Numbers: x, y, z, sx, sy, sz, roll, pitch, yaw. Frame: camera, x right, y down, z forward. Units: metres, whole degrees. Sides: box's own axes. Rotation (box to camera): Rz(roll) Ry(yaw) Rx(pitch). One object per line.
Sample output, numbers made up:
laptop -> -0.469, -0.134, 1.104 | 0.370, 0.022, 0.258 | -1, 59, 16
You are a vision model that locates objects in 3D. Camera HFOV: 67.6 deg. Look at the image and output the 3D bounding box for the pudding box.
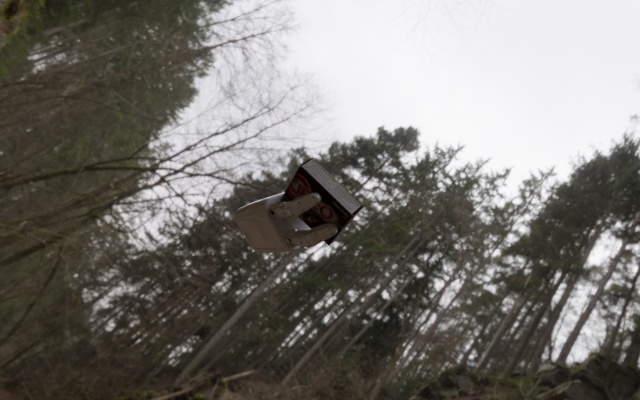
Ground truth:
pudding box -> 0.000, 0.002, 0.747 | 0.039, 0.113, 0.090 | -42, -10, -41
